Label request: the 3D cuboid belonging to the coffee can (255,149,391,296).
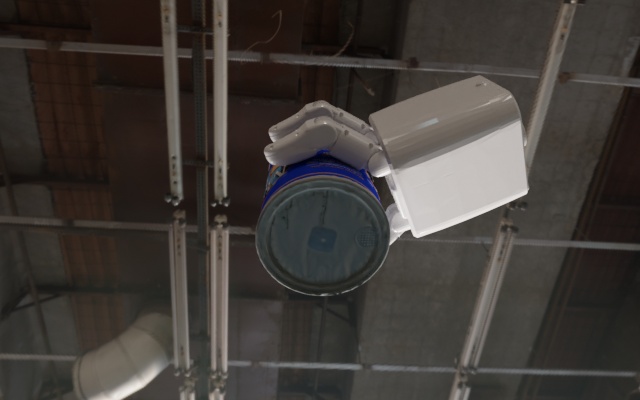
[{"bbox_3d":[0.000,0.002,0.423,0.103,0.103,0.140,0,25,-2],"label":"coffee can"}]
